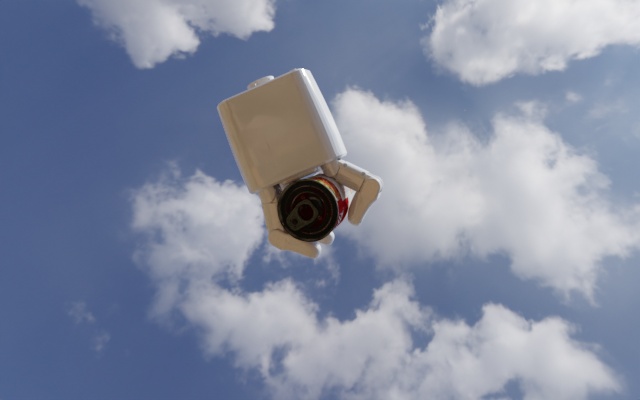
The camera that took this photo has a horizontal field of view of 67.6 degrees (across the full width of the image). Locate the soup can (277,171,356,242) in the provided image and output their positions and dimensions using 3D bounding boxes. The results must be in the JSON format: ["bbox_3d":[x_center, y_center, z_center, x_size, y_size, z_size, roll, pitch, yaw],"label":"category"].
[{"bbox_3d":[0.000,0.002,0.547,0.068,0.068,0.102,0,10,17],"label":"soup can"}]
